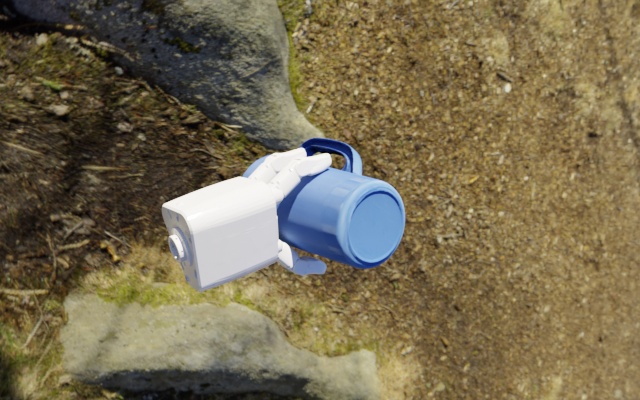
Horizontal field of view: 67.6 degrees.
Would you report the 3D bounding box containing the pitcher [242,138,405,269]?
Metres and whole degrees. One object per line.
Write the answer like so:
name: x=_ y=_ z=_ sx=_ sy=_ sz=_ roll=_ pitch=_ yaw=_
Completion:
pitcher: x=0.000 y=0.002 z=0.655 sx=0.145 sy=0.149 sz=0.243 roll=-19 pitch=19 yaw=-33
